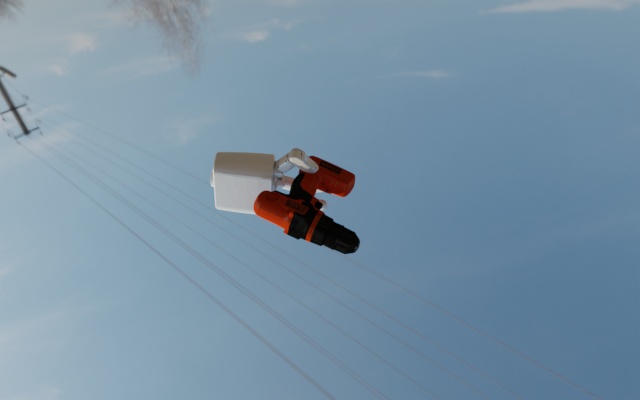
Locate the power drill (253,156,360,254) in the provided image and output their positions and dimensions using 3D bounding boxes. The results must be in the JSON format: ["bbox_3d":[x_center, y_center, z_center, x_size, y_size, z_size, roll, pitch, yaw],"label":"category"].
[{"bbox_3d":[0.000,0.002,0.827,0.184,0.057,0.187,26,35,5],"label":"power drill"}]
